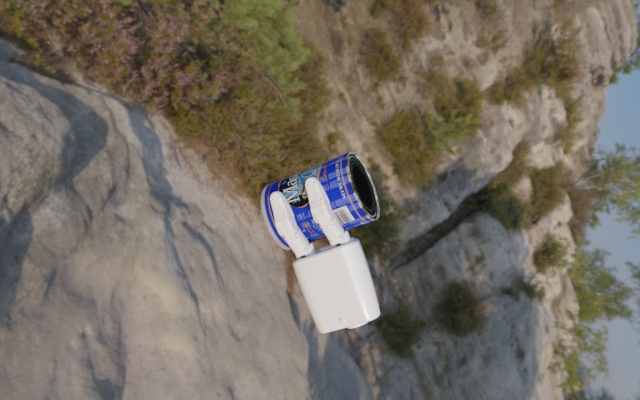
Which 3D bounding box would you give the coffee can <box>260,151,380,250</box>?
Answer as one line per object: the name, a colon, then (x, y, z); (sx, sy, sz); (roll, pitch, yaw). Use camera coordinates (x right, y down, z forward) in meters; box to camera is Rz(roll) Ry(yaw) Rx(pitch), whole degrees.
coffee can: (0.000, 0.002, 0.686); (0.140, 0.103, 0.103); (-21, -8, 21)
